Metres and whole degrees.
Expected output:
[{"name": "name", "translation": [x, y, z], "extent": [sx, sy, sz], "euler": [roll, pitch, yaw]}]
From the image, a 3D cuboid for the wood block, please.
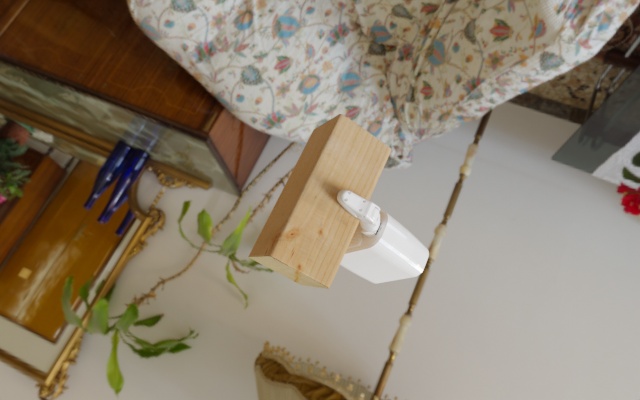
[{"name": "wood block", "translation": [0.000, 0.002, 0.634], "extent": [0.090, 0.206, 0.091], "euler": [32, -18, -19]}]
